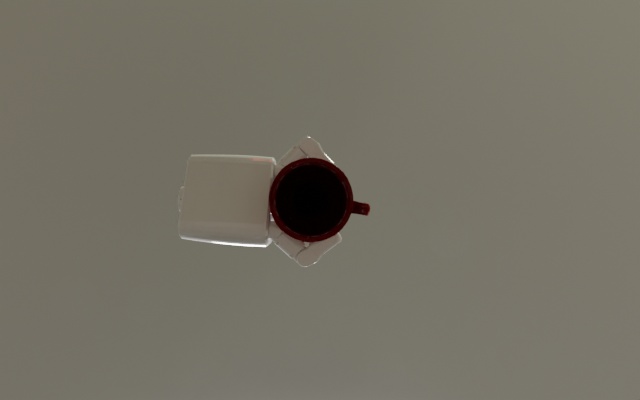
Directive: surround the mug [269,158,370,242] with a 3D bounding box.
[{"bbox_3d":[0.002,0.002,0.563,0.117,0.093,0.081,7,-2,-2],"label":"mug"}]
